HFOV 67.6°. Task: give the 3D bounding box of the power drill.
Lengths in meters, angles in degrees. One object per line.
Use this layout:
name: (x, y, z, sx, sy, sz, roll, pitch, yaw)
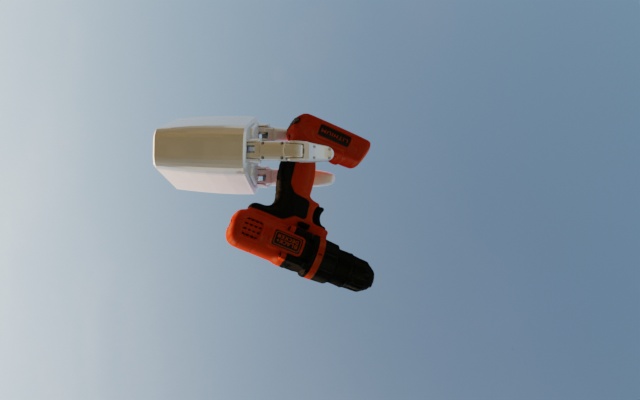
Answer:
power drill: (0.000, 0.001, 0.582, 0.184, 0.187, 0.057, 24, -22, -13)
